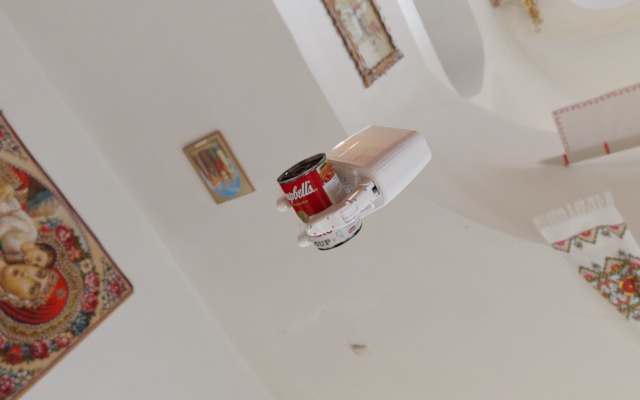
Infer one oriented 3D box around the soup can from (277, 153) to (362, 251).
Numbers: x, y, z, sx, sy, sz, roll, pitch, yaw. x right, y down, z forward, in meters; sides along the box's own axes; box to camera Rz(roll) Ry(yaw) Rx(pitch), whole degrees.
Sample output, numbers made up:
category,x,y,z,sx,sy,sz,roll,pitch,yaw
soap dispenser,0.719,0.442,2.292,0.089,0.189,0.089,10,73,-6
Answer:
category,x,y,z,sx,sy,sz,roll,pitch,yaw
soup can,0.000,0.002,0.590,0.068,0.102,0.068,-27,17,9
